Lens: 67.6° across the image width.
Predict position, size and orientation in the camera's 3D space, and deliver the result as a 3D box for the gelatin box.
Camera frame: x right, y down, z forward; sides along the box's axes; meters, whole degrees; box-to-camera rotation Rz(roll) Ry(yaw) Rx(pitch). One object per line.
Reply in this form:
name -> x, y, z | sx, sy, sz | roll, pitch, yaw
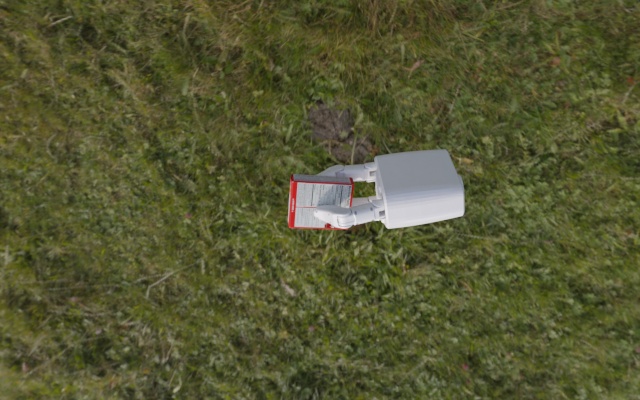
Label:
gelatin box -> 0.000, 0.002, 0.678 | 0.089, 0.073, 0.030 | 2, 25, -7
